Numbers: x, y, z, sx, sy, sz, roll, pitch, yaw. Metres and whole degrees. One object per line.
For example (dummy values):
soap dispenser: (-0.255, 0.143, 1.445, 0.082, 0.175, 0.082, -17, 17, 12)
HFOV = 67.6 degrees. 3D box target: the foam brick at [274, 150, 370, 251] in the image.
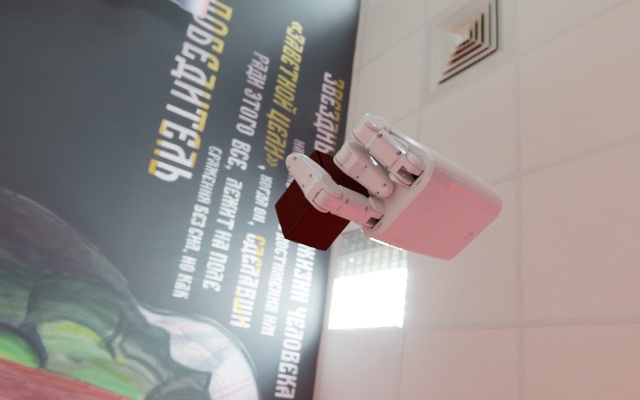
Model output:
foam brick: (0.000, 0.002, 0.464, 0.051, 0.078, 0.053, 20, 32, -31)
